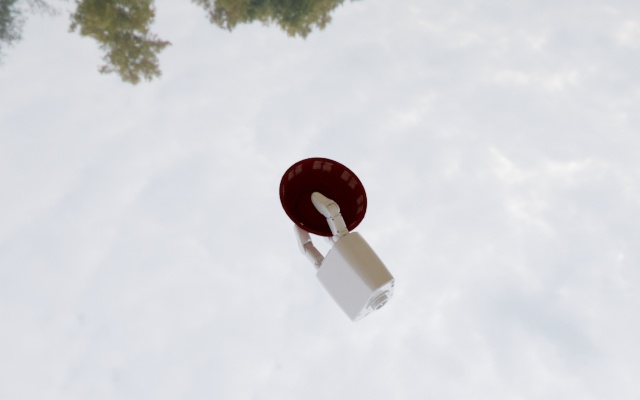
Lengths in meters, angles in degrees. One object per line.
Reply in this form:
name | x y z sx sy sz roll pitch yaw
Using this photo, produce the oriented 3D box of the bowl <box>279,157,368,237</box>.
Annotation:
bowl | 0.000 0.002 0.859 0.162 0.162 0.055 0 -29 -17
